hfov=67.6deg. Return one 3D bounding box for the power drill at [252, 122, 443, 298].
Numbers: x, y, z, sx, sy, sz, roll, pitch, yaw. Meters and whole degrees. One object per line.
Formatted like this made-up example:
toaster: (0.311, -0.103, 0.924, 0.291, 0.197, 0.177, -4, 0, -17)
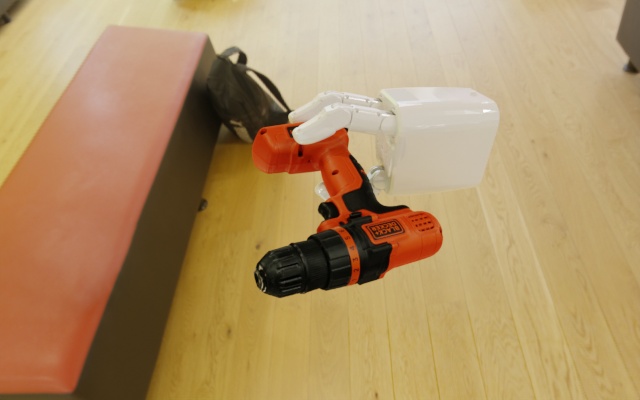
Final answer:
power drill: (0.000, 0.001, 0.463, 0.184, 0.187, 0.057, -10, -40, -27)
